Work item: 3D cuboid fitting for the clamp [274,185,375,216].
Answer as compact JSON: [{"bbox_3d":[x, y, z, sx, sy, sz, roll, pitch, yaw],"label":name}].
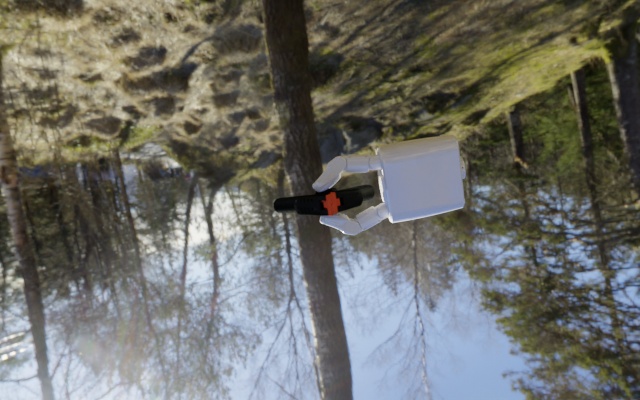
[{"bbox_3d":[0.000,0.003,0.692,0.164,0.036,0.210,-9,3,5],"label":"clamp"}]
